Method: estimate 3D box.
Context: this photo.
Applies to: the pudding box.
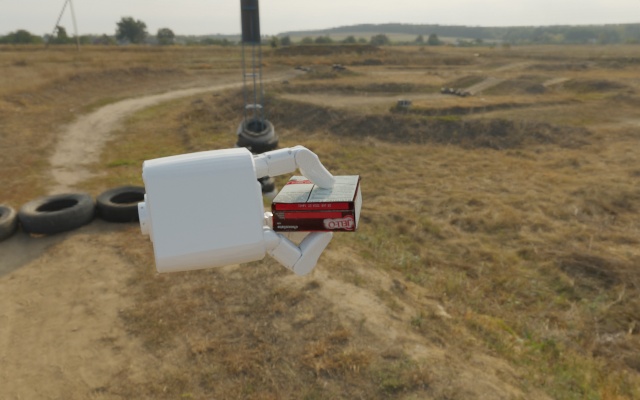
[{"bbox_3d":[0.000,0.002,0.543,0.090,0.039,0.113,0,19,9],"label":"pudding box"}]
